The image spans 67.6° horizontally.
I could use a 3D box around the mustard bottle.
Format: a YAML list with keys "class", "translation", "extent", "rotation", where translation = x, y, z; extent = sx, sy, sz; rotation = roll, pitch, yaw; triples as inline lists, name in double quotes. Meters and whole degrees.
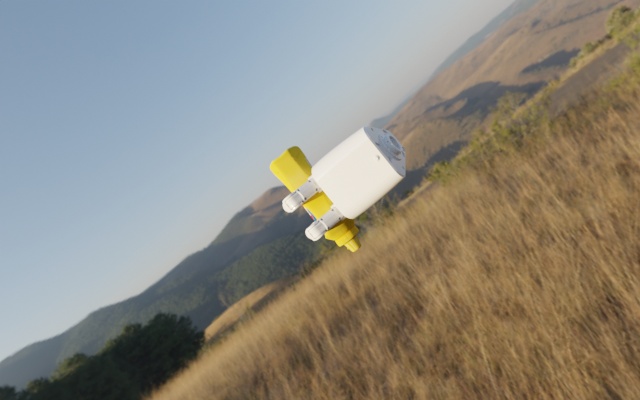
- class: "mustard bottle"
  translation: [0.000, 0.003, 0.766]
  extent: [0.058, 0.191, 0.096]
  rotation: [-39, 0, 2]
